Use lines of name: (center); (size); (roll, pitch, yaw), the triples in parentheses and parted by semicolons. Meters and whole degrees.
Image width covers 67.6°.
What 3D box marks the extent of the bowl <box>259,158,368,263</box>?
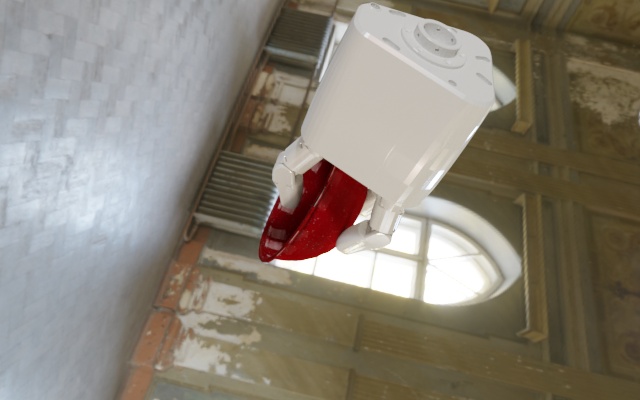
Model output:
bowl: (0.000, 0.002, 0.488); (0.055, 0.162, 0.162); (30, -9, -16)
